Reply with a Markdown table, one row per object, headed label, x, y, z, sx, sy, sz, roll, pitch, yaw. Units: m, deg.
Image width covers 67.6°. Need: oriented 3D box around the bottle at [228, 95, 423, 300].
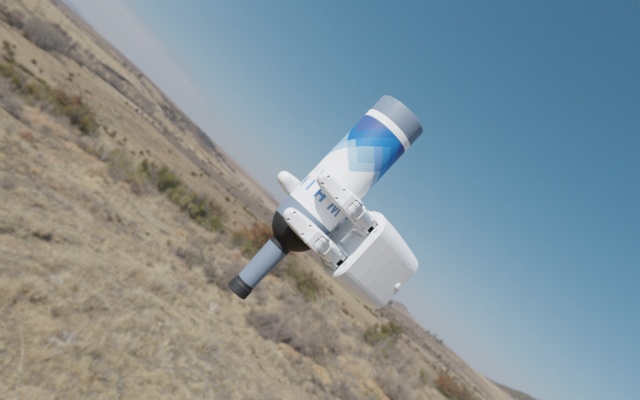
| label | x | y | z | sx | sy | sz | roll | pitch | yaw |
| --- | --- | --- | --- | --- | --- | --- | --- | --- | --- |
| bottle | 0.000 | 0.002 | 0.577 | 0.069 | 0.295 | 0.069 | 43 | -3 | 3 |
